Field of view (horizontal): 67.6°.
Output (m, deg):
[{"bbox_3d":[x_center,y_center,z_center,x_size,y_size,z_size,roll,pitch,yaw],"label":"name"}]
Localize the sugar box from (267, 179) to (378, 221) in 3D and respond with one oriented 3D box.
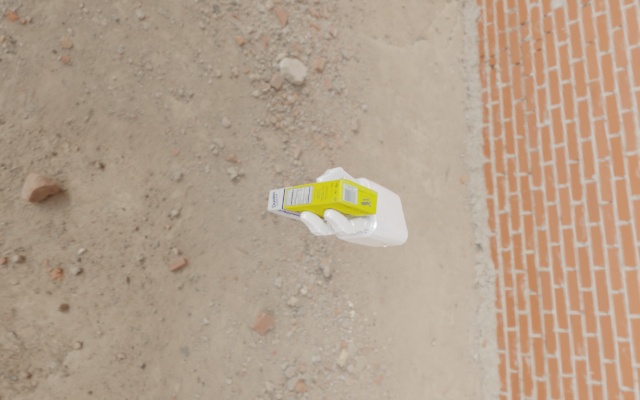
[{"bbox_3d":[0.000,0.003,0.819,0.176,0.048,0.093,-11,-22,43],"label":"sugar box"}]
